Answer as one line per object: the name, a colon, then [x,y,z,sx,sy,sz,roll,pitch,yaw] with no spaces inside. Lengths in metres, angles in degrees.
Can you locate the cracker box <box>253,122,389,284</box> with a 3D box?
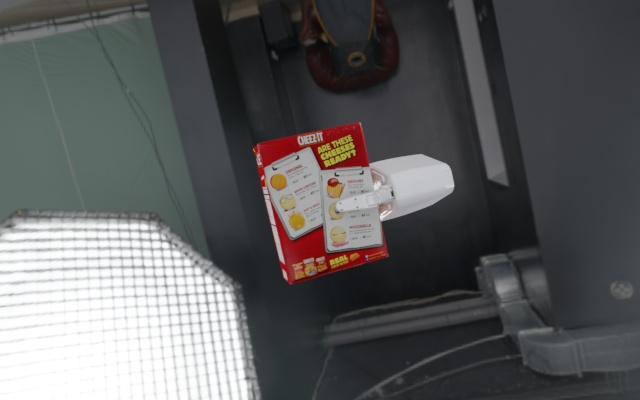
cracker box: [0.000,0.003,0.741,0.164,0.214,0.072,-14,5,-15]
